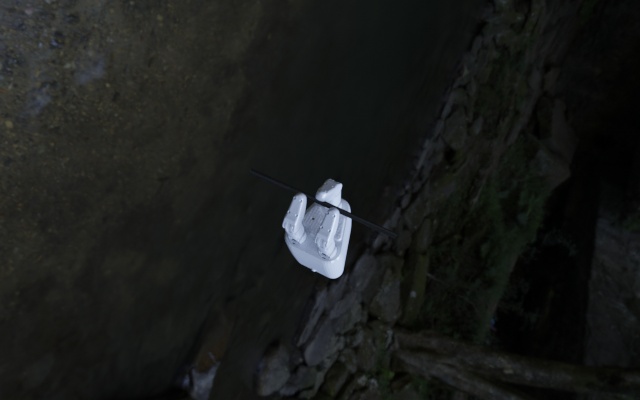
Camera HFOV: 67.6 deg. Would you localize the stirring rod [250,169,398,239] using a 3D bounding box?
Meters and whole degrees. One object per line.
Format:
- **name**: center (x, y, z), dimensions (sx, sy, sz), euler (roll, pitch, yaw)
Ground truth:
- **stirring rod**: center (0.000, 0.002, 0.692), dimensions (0.239, 0.011, 0.011), euler (24, 7, 16)
